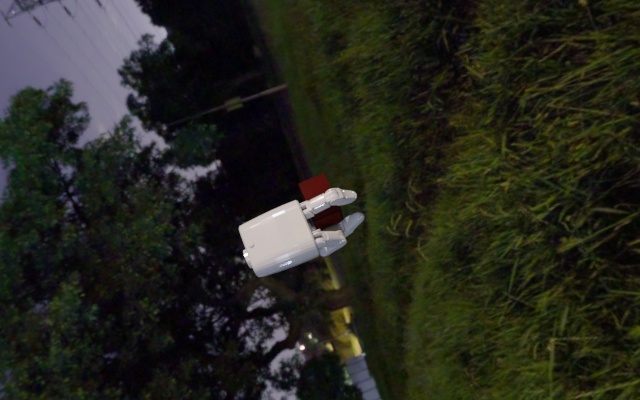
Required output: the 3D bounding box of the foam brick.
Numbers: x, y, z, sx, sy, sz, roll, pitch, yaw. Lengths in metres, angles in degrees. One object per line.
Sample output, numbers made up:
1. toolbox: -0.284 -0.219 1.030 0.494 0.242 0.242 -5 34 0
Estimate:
1. foam brick: 0.000 0.002 0.820 0.051 0.078 0.053 -23 -24 -2
